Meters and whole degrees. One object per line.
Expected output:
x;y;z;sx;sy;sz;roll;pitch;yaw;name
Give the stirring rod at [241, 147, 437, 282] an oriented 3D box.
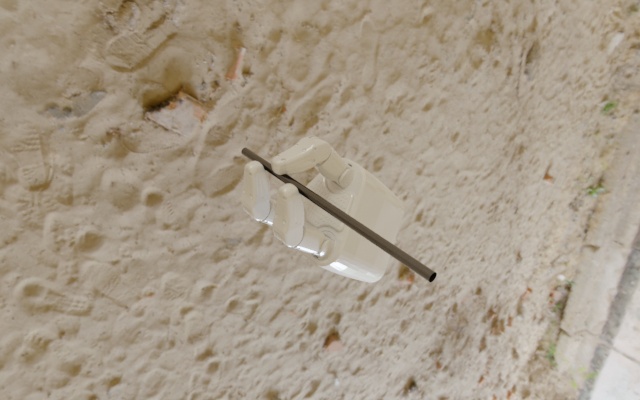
0.000;0.001;0.401;0.011;0.011;0.239;0;25;-44;stirring rod
